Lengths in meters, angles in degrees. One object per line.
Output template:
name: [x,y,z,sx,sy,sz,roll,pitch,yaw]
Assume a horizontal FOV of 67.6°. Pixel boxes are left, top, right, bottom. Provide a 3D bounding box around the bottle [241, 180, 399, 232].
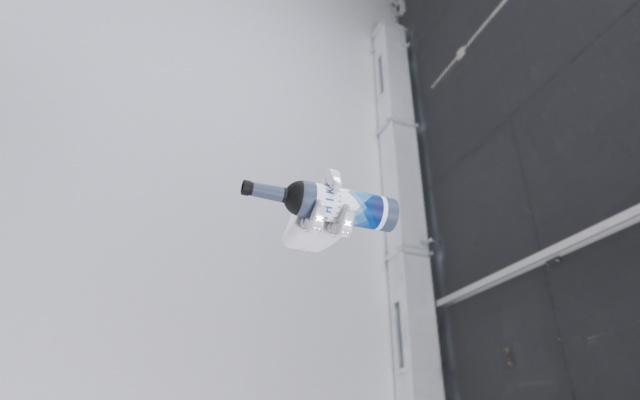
bottle: [0.000,0.003,0.884,0.296,0.069,0.069,11,-3,-18]
